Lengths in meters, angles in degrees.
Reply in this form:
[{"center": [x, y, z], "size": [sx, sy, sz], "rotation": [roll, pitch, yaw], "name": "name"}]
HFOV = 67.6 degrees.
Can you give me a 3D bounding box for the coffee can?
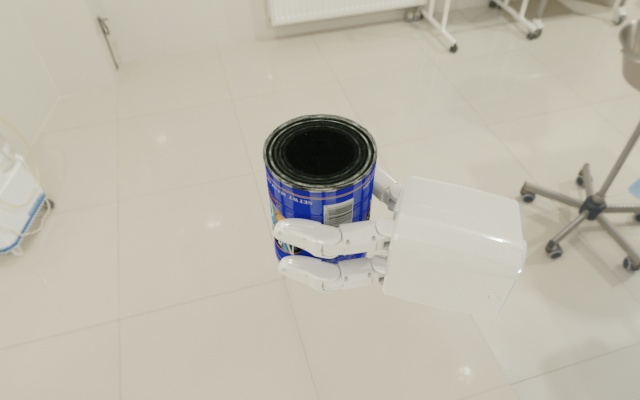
[{"center": [0.000, 0.002, 0.474], "size": [0.103, 0.102, 0.140], "rotation": [0, -43, 1], "name": "coffee can"}]
